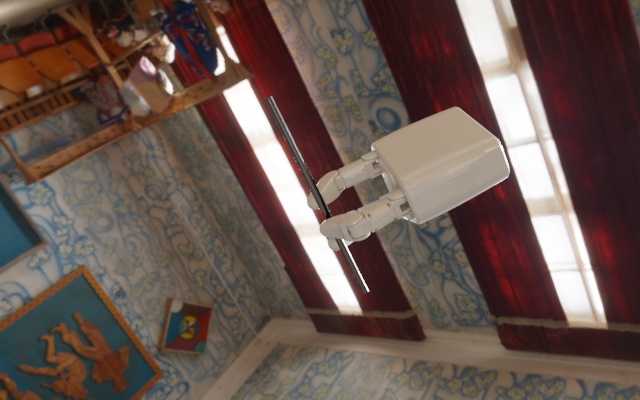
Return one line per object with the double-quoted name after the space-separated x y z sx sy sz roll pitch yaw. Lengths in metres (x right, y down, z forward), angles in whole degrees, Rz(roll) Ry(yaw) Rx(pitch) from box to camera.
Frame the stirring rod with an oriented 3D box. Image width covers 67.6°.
0.000 0.002 0.503 0.011 0.240 0.011 -24 19 9 "stirring rod"
